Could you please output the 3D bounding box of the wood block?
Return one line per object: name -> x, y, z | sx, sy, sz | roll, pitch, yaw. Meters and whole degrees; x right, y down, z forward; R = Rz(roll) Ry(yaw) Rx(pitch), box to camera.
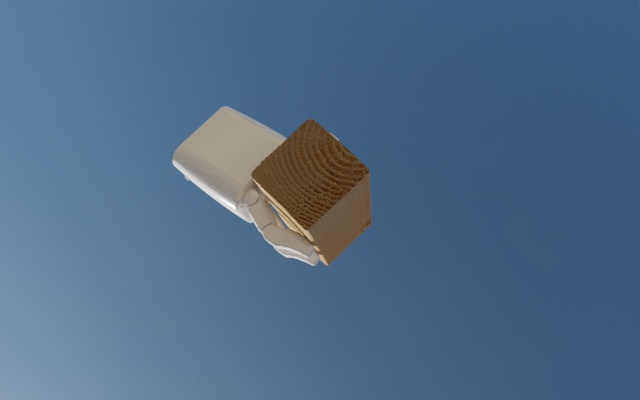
wood block -> 0.000, 0.001, 0.577 | 0.090, 0.091, 0.206 | 44, -7, 17
